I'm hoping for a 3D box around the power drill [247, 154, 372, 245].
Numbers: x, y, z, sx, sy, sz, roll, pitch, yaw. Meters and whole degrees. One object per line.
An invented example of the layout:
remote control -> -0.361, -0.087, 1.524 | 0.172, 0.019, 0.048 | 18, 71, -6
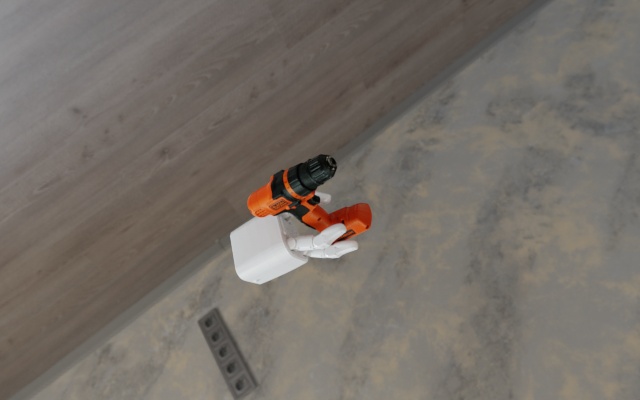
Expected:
power drill -> 0.000, 0.003, 0.799 | 0.184, 0.057, 0.188 | -26, -42, 37
